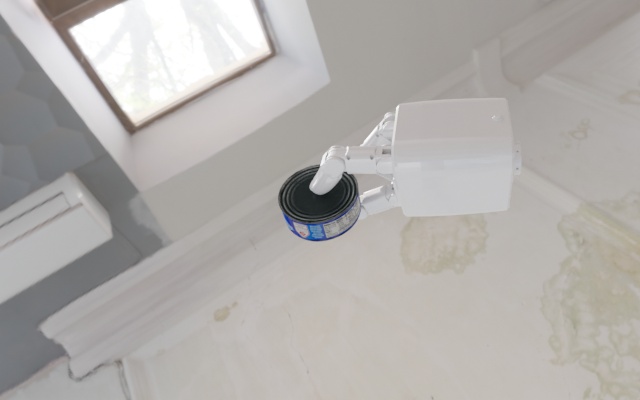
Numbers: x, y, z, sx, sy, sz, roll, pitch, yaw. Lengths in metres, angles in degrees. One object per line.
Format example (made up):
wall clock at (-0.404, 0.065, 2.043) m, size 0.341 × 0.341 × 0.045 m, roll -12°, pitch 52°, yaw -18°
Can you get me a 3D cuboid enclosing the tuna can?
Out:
tuna can at (0.000, 0.002, 0.511) m, size 0.086 × 0.086 × 0.034 m, roll 0°, pitch -43°, yaw 15°
